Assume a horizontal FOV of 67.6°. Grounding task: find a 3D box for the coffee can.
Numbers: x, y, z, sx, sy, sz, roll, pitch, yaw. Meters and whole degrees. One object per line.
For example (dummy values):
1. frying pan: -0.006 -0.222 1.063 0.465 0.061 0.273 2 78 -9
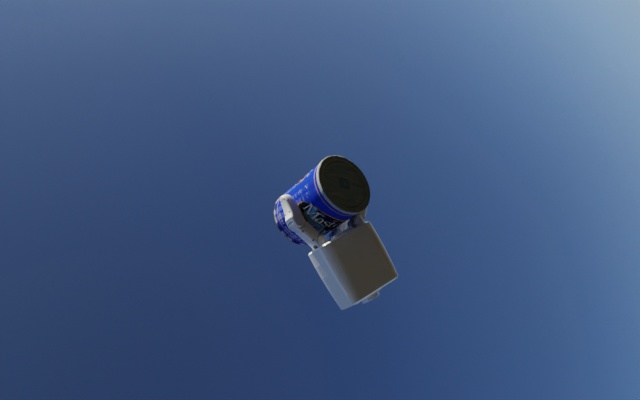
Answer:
1. coffee can: 0.000 0.002 0.803 0.103 0.102 0.140 0 -25 -38
